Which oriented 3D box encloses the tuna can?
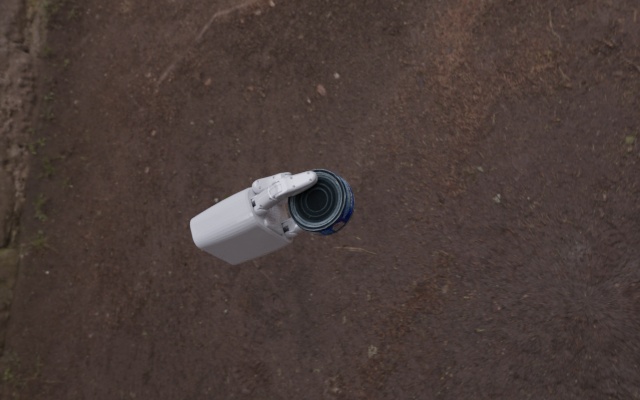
[{"bbox_3d":[0.000,0.002,0.632,0.086,0.086,0.034,0,-13,24],"label":"tuna can"}]
